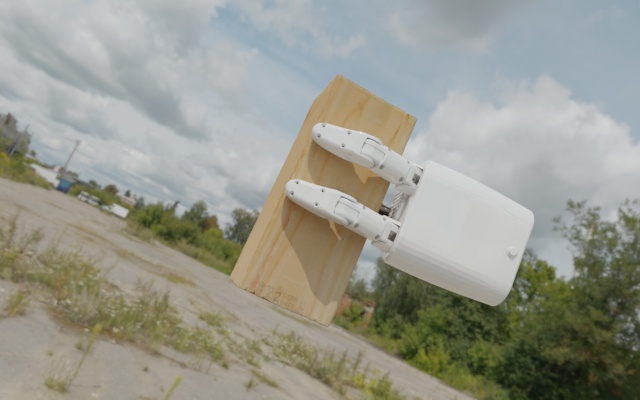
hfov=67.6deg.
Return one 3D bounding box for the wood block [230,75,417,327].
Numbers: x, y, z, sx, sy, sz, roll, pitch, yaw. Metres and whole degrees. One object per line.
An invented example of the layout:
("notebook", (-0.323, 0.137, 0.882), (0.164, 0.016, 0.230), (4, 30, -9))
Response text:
("wood block", (0.000, 0.002, 0.459), (0.090, 0.206, 0.091), (27, -11, -11))
